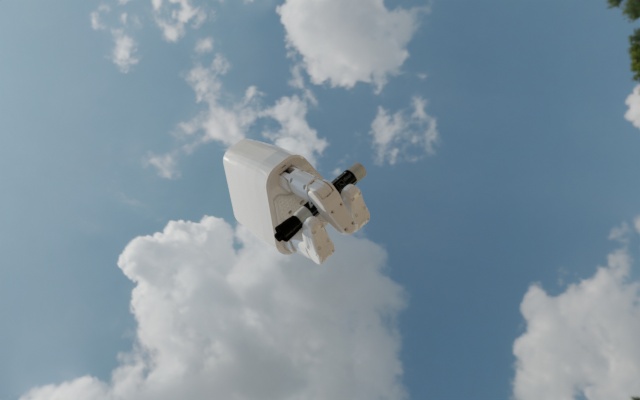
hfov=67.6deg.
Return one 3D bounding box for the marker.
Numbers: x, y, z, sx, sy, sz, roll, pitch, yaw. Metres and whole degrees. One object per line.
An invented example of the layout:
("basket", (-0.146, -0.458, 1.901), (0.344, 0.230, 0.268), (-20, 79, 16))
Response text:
("marker", (0.000, 0.002, 0.490), (0.121, 0.020, 0.020), (-40, 17, -22))
